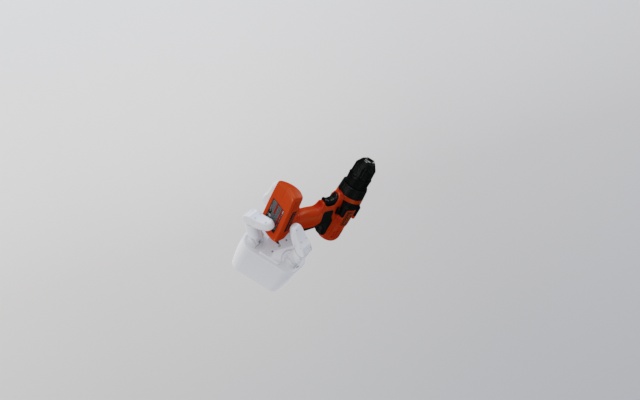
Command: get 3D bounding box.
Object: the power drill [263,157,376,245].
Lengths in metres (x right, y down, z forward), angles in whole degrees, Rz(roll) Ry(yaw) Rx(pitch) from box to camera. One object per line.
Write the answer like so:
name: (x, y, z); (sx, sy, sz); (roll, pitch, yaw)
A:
power drill: (0.000, 0.003, 0.832); (0.187, 0.184, 0.057); (-3, 41, -43)
